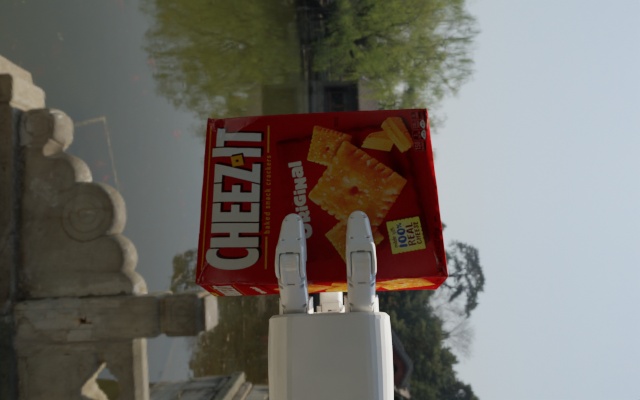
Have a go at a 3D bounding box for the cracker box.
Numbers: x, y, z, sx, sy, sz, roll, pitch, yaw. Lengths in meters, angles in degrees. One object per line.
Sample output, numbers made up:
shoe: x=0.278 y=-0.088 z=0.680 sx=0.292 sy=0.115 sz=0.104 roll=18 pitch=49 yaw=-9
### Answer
cracker box: x=0.000 y=0.002 z=0.448 sx=0.214 sy=0.164 sz=0.072 roll=-2 pitch=-20 yaw=3
